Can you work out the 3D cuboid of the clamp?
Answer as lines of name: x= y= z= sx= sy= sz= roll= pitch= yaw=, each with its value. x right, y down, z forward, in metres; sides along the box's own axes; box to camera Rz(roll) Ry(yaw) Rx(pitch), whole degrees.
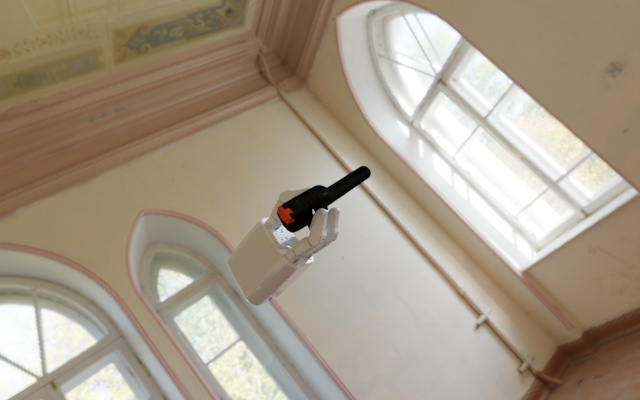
clamp: x=-0.001 y=0.002 z=0.788 sx=0.036 sy=0.164 sz=0.210 roll=47 pitch=18 yaw=15
